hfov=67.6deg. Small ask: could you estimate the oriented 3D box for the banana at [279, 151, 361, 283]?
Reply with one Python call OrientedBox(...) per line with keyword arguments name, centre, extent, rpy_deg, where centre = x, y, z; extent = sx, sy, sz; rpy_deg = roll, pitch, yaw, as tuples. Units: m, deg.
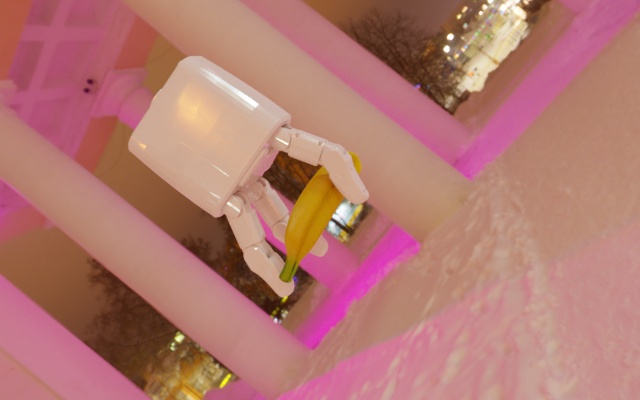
OrientedBox(name="banana", centre=(0.006, -0.008, 0.481), extent=(0.037, 0.070, 0.197), rpy_deg=(33, 43, 2))
